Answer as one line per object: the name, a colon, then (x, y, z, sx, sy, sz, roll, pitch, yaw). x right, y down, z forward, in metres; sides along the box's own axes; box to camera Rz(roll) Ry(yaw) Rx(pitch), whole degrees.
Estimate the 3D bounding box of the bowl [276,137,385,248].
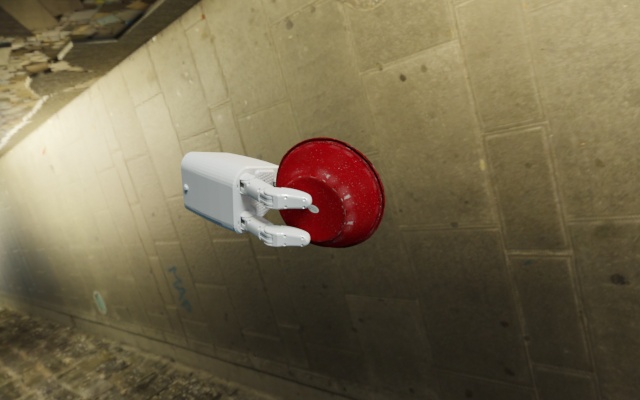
bowl: (0.001, 0.002, 0.625, 0.162, 0.162, 0.055, 0, 23, 26)
